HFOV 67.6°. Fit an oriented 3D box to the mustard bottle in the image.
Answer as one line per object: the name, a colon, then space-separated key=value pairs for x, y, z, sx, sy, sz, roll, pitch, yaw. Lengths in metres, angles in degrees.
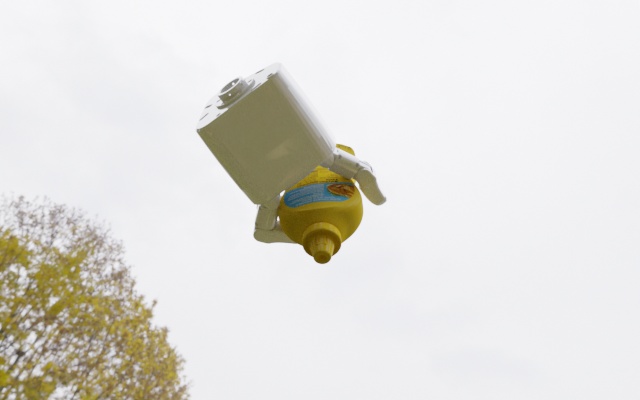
mustard bottle: x=0.000 y=0.002 z=0.550 sx=0.096 sy=0.058 sz=0.191 roll=-7 pitch=35 yaw=3
